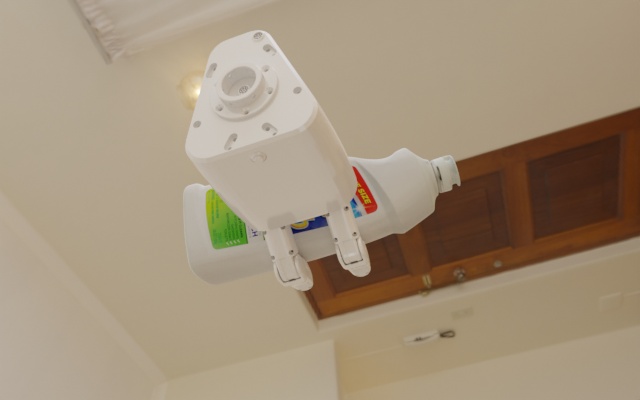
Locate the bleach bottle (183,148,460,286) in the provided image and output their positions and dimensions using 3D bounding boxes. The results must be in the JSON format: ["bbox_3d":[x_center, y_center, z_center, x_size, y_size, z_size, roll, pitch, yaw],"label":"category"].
[{"bbox_3d":[0.000,0.002,0.448,0.251,0.102,0.068,-17,-29,8],"label":"bleach bottle"}]
